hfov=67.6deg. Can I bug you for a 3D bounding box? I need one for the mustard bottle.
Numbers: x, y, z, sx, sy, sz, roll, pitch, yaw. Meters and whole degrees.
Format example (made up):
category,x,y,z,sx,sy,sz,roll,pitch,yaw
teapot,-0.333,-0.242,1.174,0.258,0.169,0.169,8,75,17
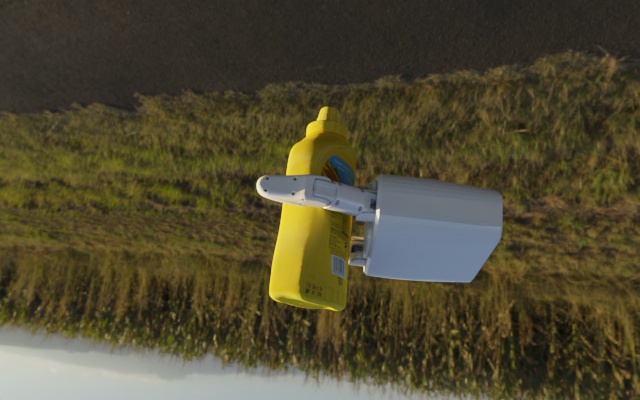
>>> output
category,x,y,z,sx,sy,sz,roll,pitch,yaw
mustard bottle,0.000,0.002,0.446,0.058,0.191,0.096,-2,-18,26
